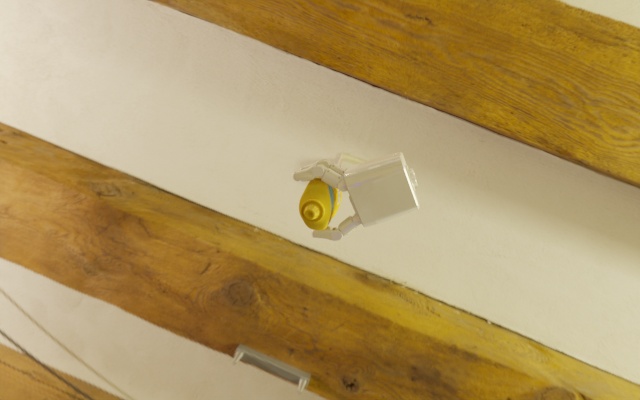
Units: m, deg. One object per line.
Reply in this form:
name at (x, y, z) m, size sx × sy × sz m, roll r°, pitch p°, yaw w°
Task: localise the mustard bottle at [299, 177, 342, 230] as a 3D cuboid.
mustard bottle at (0.000, 0.003, 0.881) m, size 0.058 × 0.096 × 0.191 m, roll 6°, pitch 14°, yaw 9°
